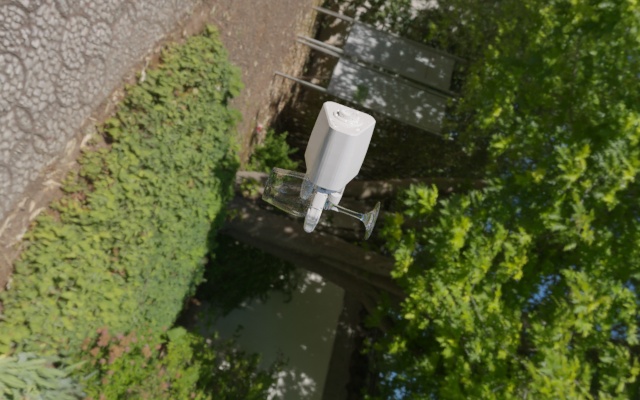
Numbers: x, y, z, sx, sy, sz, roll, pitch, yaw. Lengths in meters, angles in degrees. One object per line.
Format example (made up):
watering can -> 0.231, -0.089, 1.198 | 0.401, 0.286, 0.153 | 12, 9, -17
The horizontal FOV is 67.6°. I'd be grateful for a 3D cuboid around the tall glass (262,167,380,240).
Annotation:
tall glass -> 0.001, 0.003, 0.854 | 0.201, 0.079, 0.079 | 19, 0, -1
